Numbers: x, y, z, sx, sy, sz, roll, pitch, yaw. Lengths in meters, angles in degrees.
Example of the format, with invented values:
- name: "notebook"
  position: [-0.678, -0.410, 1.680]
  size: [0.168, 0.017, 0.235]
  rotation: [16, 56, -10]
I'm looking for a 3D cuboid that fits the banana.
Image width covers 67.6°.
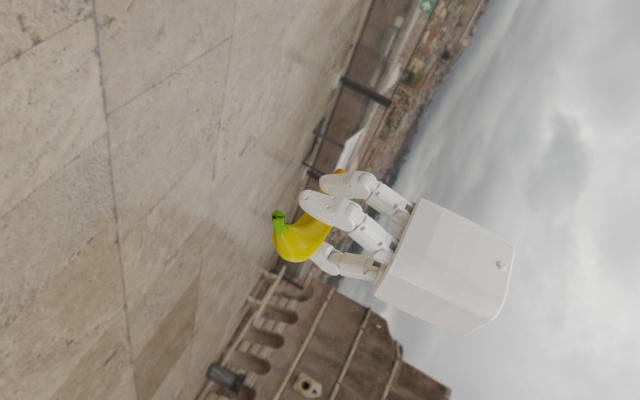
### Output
- name: "banana"
  position: [-0.006, 0.019, 0.513]
  size: [0.037, 0.070, 0.197]
  rotation: [23, 22, 11]
